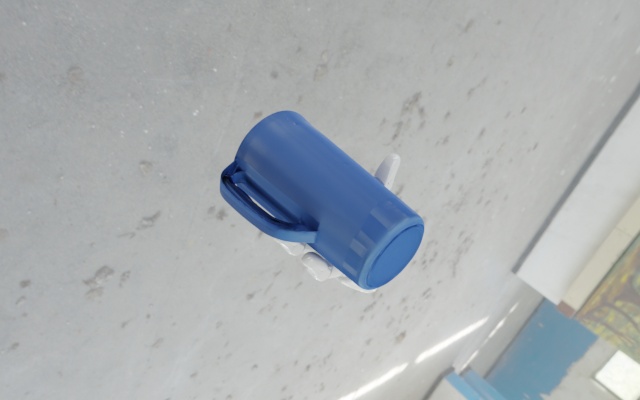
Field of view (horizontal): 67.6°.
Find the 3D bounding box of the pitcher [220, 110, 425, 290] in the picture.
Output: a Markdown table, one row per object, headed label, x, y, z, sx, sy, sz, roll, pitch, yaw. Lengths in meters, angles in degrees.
| label | x | y | z | sx | sy | sz | roll | pitch | yaw |
| --- | --- | --- | --- | --- | --- | --- | --- | --- | --- |
| pitcher | 0.000 | 0.002 | 0.600 | 0.242 | 0.149 | 0.145 | 40 | 0 | 31 |
